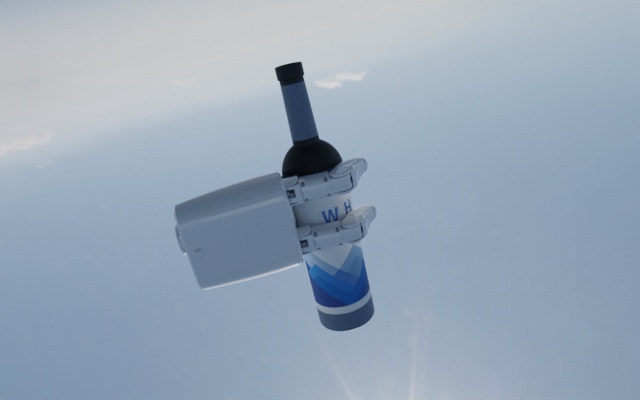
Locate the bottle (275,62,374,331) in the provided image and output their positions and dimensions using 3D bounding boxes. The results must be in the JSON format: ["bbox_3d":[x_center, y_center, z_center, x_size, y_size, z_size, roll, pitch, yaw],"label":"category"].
[{"bbox_3d":[0.000,0.002,0.517,0.069,0.296,0.069,-12,21,5],"label":"bottle"}]
